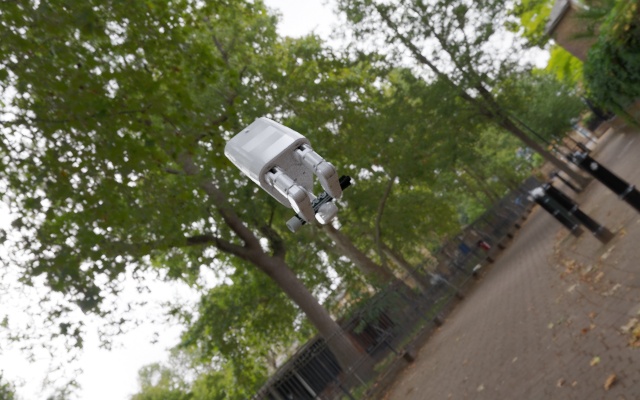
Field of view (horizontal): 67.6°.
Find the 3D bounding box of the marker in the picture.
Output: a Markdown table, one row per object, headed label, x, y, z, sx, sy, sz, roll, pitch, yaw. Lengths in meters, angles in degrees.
| label | x | y | z | sx | sy | sz | roll | pitch | yaw |
| --- | --- | --- | --- | --- | --- | --- | --- | --- | --- |
| marker | 0.000 | 0.002 | 0.707 | 0.121 | 0.020 | 0.020 | -40 | 15 | -18 |
